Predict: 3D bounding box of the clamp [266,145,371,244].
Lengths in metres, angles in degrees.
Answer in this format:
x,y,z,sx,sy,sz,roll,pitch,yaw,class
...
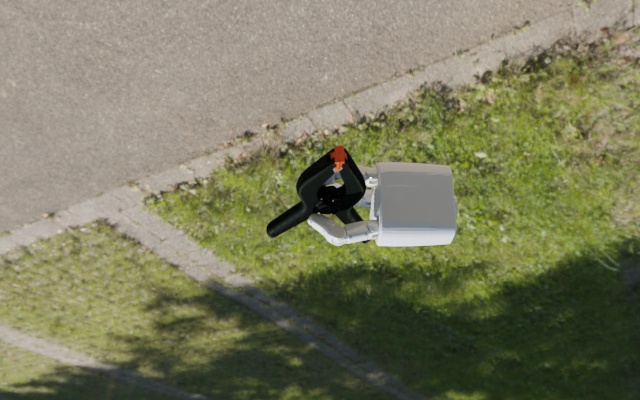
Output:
x,y,z,sx,sy,sz,roll,pitch,yaw,class
0.000,0.003,0.674,0.164,0.036,0.210,-1,-35,-2,clamp
